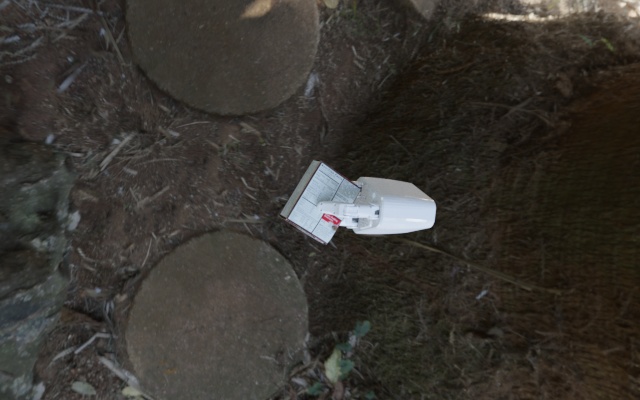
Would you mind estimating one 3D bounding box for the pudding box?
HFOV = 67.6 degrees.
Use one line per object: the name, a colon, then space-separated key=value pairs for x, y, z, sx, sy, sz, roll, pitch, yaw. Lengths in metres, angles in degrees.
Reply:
pudding box: x=0.000 y=0.003 z=0.782 sx=0.090 sy=0.113 sz=0.039 roll=34 pitch=-7 yaw=-23
